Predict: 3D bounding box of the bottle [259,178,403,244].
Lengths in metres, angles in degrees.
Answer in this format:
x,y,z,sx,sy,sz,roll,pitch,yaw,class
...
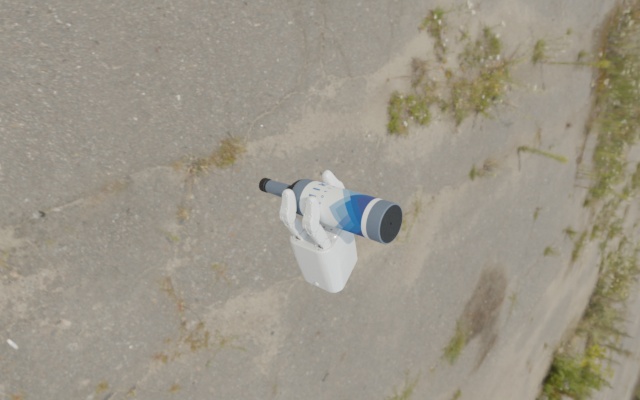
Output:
x,y,z,sx,sy,sz,roll,pitch,yaw,class
0.000,0.003,0.831,0.295,0.069,0.069,17,11,39,bottle
